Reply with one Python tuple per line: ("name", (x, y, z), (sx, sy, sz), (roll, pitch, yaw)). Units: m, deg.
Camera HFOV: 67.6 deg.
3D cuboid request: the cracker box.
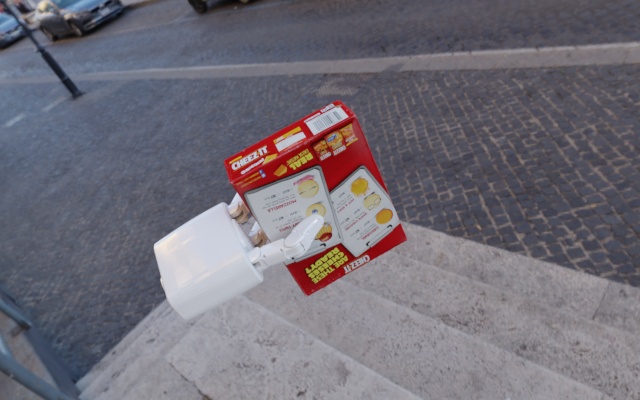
("cracker box", (0.000, 0.002, 0.621), (0.164, 0.214, 0.072), (-29, 36, -1))
